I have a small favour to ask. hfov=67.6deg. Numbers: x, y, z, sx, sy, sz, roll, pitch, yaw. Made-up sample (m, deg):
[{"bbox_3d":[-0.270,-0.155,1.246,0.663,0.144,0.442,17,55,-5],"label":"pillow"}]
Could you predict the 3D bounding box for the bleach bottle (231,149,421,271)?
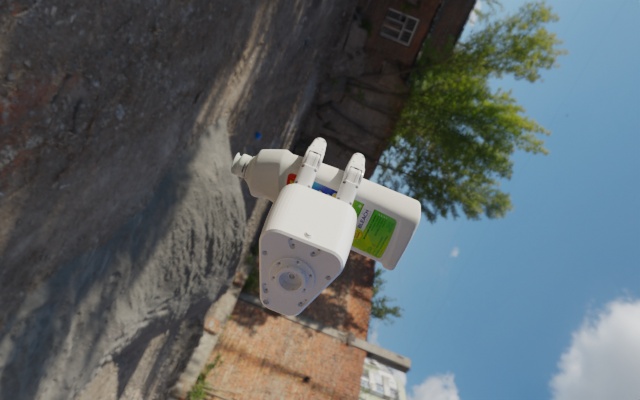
[{"bbox_3d":[0.000,0.002,0.640,0.251,0.103,0.068,21,29,-1],"label":"bleach bottle"}]
